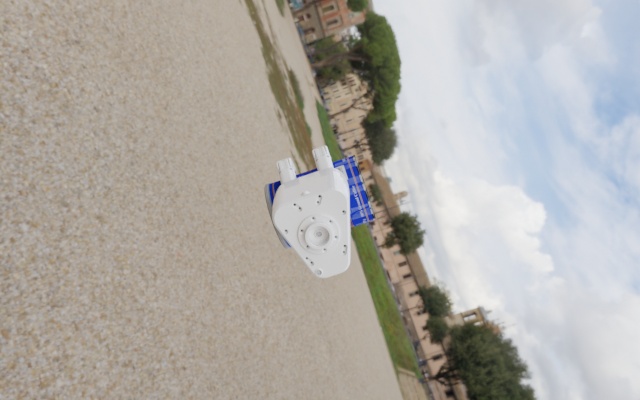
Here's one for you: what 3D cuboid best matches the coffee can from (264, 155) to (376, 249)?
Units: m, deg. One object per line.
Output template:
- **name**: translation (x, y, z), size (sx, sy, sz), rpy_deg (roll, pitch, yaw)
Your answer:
- **coffee can**: translation (0.000, 0.002, 0.711), size (0.140, 0.103, 0.103), rpy_deg (-18, -1, 4)
